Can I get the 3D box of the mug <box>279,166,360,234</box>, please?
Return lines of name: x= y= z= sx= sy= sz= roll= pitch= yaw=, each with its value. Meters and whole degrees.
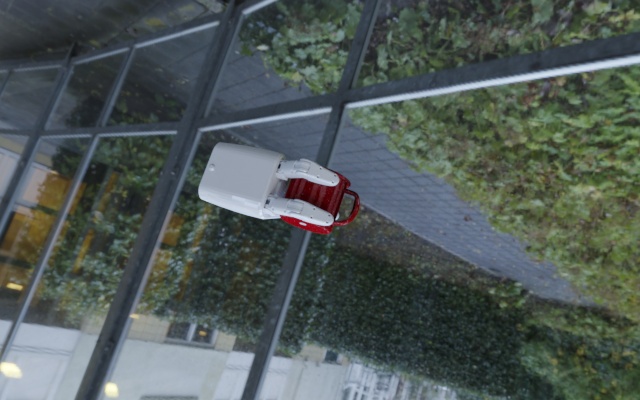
mug: x=0.001 y=0.003 z=0.700 sx=0.117 sy=0.081 sz=0.093 roll=15 pitch=-13 yaw=17
